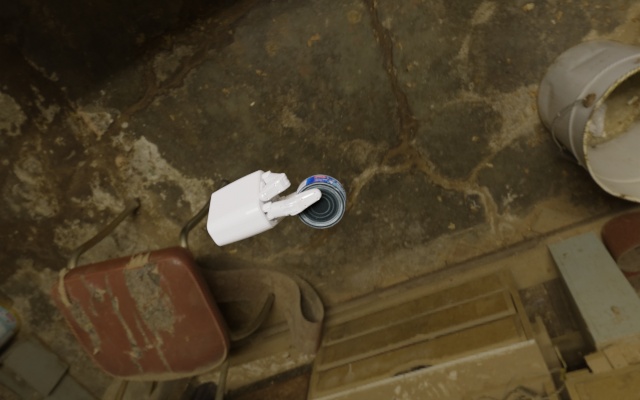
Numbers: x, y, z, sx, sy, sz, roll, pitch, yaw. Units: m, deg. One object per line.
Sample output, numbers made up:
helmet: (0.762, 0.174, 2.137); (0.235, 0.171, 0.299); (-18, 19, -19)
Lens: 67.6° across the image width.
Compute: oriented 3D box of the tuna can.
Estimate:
tuna can: (0.000, 0.003, 0.795); (0.086, 0.086, 0.033); (0, 24, 3)
